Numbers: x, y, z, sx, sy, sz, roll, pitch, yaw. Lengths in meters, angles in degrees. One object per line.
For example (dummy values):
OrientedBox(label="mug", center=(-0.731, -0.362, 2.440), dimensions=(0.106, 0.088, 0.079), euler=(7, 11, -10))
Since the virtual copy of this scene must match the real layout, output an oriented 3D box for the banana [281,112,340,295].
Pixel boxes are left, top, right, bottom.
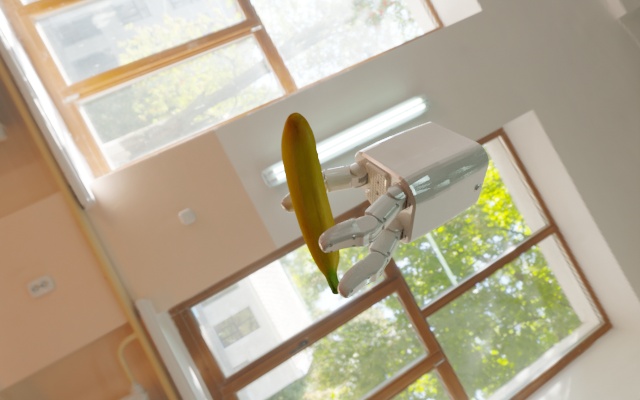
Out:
OrientedBox(label="banana", center=(-0.007, -0.001, 0.486), dimensions=(0.037, 0.198, 0.069), euler=(-24, 27, -16))
